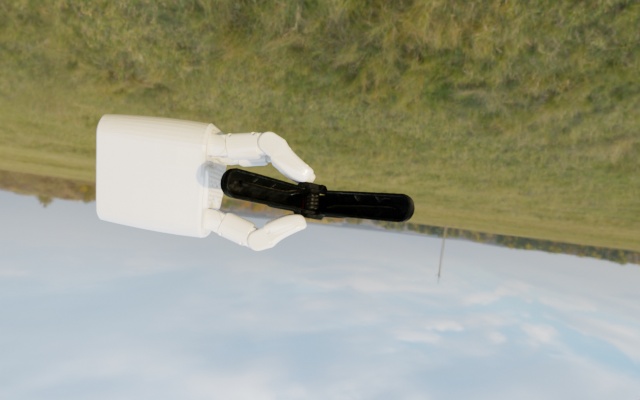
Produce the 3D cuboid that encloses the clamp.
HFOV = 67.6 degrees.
[{"bbox_3d":[0.000,0.002,0.487,0.164,0.036,0.210,9,-4,2],"label":"clamp"}]
